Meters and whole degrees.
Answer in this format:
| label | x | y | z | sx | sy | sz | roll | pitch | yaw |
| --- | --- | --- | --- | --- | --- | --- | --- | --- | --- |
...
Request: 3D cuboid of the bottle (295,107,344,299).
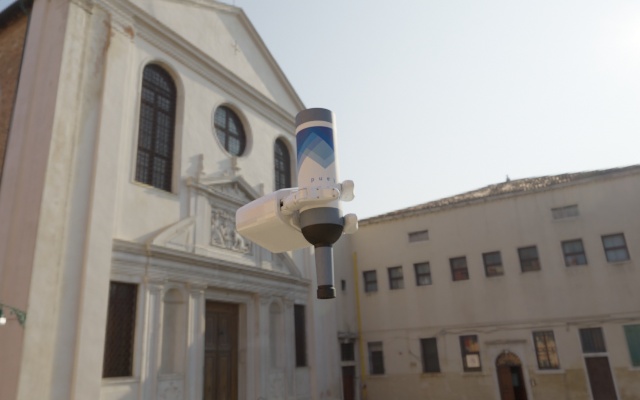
| label | x | y | z | sx | sy | sz | roll | pitch | yaw |
| --- | --- | --- | --- | --- | --- | --- | --- | --- | --- |
| bottle | 0.000 | 0.002 | 0.738 | 0.069 | 0.295 | 0.069 | -3 | -18 | -1 |
